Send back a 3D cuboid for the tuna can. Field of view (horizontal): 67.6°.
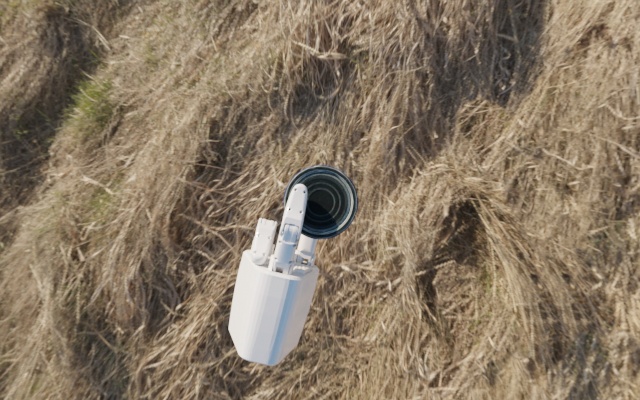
[{"bbox_3d":[0.000,0.002,0.551,0.086,0.086,0.034,0,1,-1],"label":"tuna can"}]
